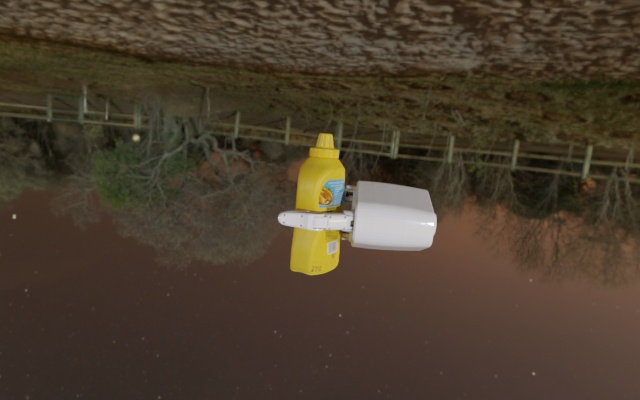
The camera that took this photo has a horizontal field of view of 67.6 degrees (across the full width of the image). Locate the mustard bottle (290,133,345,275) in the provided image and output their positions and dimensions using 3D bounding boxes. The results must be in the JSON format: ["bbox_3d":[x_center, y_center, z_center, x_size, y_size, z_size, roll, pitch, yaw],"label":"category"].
[{"bbox_3d":[0.000,0.002,0.673,0.058,0.191,0.096,9,9,27],"label":"mustard bottle"}]
